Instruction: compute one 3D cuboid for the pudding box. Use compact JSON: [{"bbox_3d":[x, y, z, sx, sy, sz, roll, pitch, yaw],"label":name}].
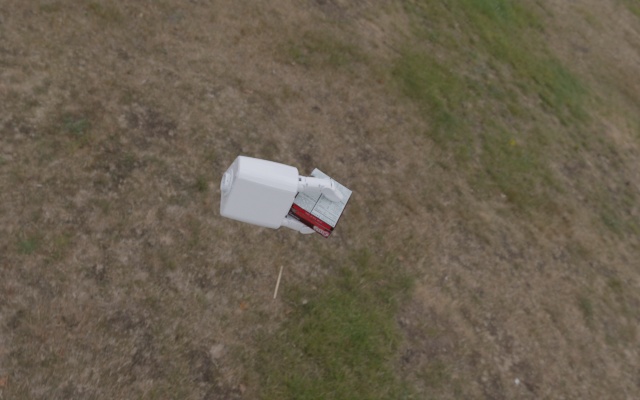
[{"bbox_3d":[0.000,0.003,0.874,0.090,0.113,0.039,33,-43,-3],"label":"pudding box"}]
